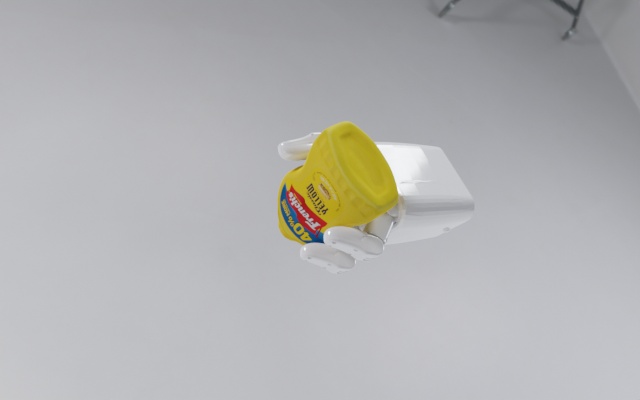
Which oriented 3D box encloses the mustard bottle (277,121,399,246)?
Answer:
[{"bbox_3d":[0.000,0.002,0.517,0.058,0.096,0.192,-30,-7,-34],"label":"mustard bottle"}]
